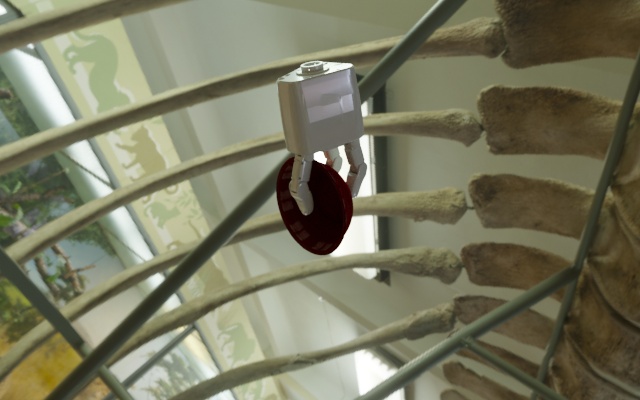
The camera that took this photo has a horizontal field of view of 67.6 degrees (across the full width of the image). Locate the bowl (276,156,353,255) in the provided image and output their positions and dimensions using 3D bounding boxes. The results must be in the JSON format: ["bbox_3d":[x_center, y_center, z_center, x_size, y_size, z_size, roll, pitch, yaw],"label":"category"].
[{"bbox_3d":[0.000,0.003,0.756,0.055,0.162,0.162,-20,13,-39],"label":"bowl"}]
